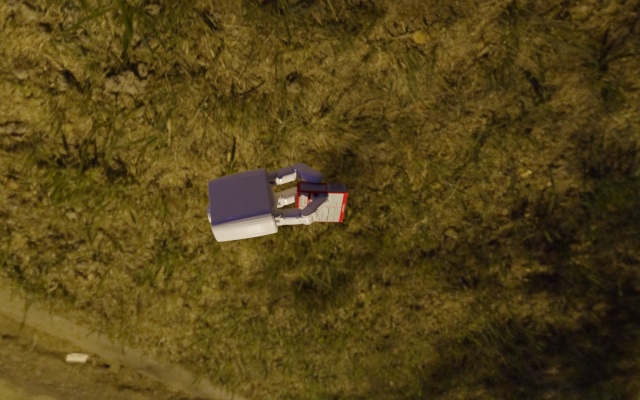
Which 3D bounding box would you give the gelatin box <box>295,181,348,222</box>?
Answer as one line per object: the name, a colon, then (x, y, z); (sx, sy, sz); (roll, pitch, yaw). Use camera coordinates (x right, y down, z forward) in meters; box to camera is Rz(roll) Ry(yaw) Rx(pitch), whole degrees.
gelatin box: (0.001, 0.003, 0.855); (0.089, 0.073, 0.030); (2, 42, -7)
